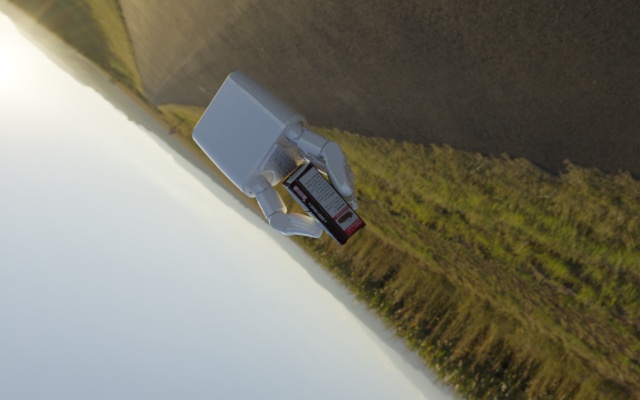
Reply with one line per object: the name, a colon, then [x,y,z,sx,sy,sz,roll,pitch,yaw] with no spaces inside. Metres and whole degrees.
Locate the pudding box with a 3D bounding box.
pudding box: [0.000,0.002,0.546,0.039,0.090,0.113,-43,7,-2]
